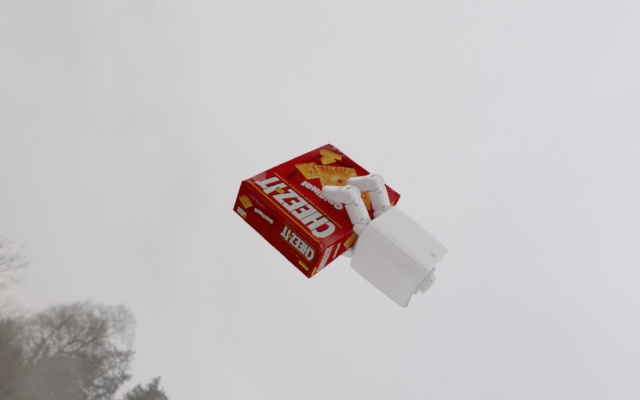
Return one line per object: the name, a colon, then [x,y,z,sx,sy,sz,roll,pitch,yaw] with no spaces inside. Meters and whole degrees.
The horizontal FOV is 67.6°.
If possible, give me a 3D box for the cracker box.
cracker box: [0.000,0.003,0.749,0.164,0.072,0.213,39,41,20]
